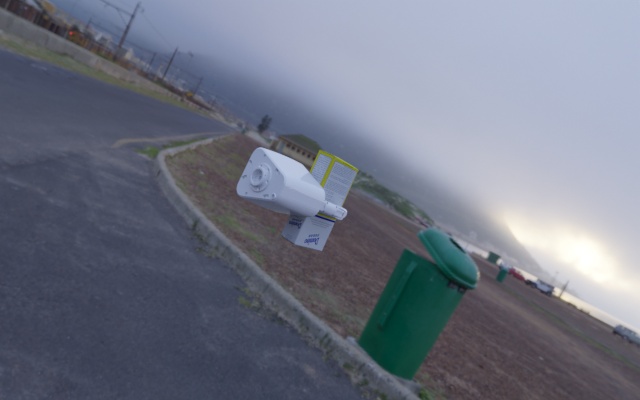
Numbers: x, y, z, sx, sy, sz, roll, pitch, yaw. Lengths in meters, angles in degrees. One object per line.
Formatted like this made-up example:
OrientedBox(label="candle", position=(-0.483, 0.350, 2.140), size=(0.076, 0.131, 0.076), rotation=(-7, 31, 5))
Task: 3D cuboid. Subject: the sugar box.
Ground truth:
OrientedBox(label="sugar box", position=(0.000, 0.003, 0.899), size=(0.048, 0.176, 0.093), rotation=(30, 4, 37))
